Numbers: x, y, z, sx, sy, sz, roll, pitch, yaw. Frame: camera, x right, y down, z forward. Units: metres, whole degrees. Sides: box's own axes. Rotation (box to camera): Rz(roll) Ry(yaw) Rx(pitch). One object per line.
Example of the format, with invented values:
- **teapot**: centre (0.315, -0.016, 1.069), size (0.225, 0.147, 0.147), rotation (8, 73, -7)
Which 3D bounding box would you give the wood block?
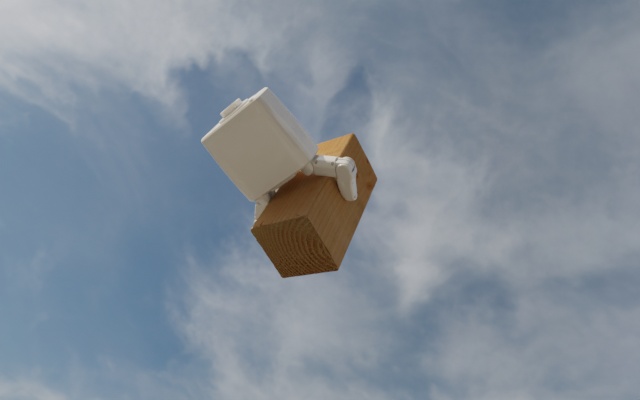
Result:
- **wood block**: centre (0.000, 0.002, 0.669), size (0.091, 0.090, 0.206), rotation (-13, 29, 31)
